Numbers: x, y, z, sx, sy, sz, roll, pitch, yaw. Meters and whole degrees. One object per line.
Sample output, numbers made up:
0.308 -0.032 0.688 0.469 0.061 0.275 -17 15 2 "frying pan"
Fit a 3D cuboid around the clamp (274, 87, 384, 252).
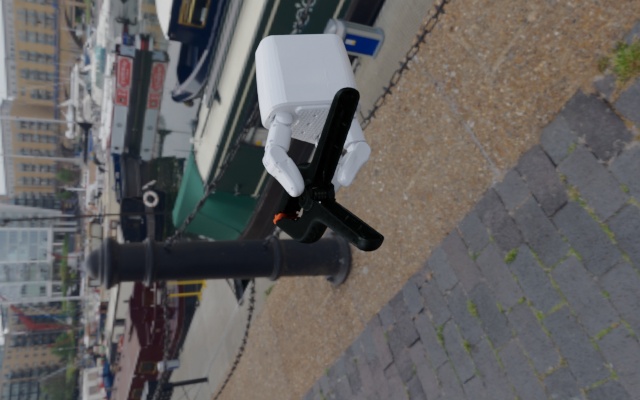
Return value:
-0.001 0.002 0.523 0.036 0.164 0.210 2 -25 -27 "clamp"
